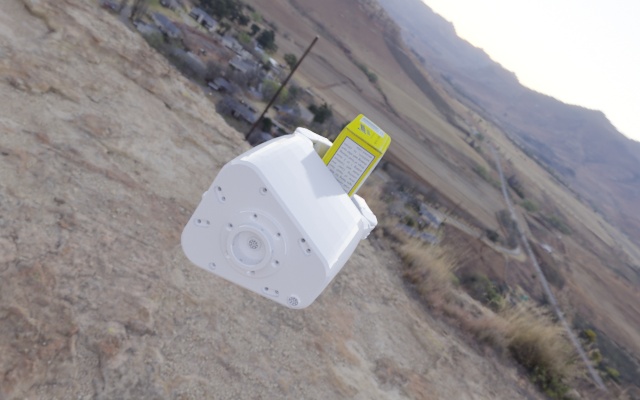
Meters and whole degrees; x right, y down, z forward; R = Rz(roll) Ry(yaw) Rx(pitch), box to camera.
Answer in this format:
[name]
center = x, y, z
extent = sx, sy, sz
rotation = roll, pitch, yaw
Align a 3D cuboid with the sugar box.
[sugar box]
center = 0.000, 0.001, 0.478
extent = 0.048, 0.176, 0.093
rotation = 38, 21, 1
